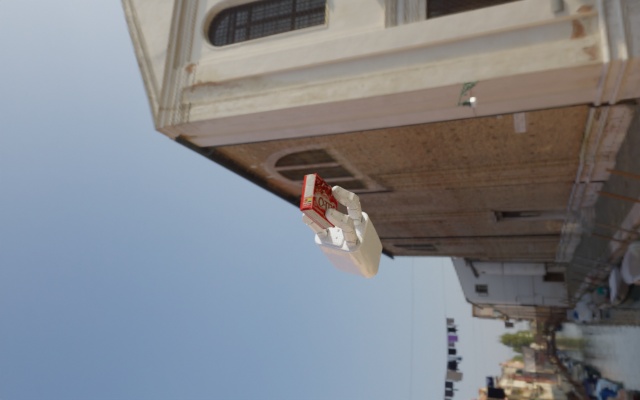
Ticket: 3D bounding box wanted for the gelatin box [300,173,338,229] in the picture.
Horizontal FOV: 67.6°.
[{"bbox_3d":[0.000,0.003,0.888,0.030,0.073,0.089,-9,-31,30],"label":"gelatin box"}]
